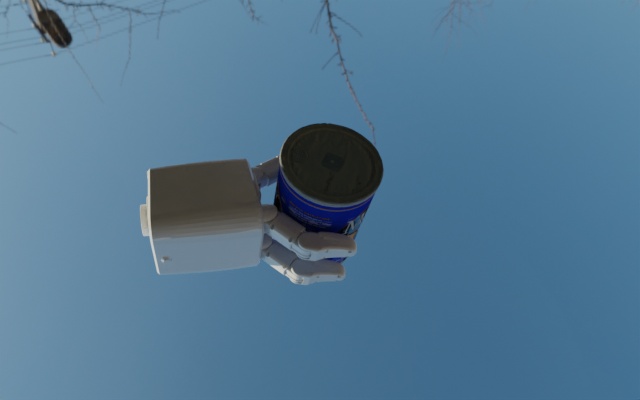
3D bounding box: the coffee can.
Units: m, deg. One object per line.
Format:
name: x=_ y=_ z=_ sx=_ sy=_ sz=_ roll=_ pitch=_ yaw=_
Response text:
coffee can: x=0.000 y=0.002 z=0.518 sx=0.103 sy=0.102 sz=0.140 roll=0 pitch=-35 yaw=-12
